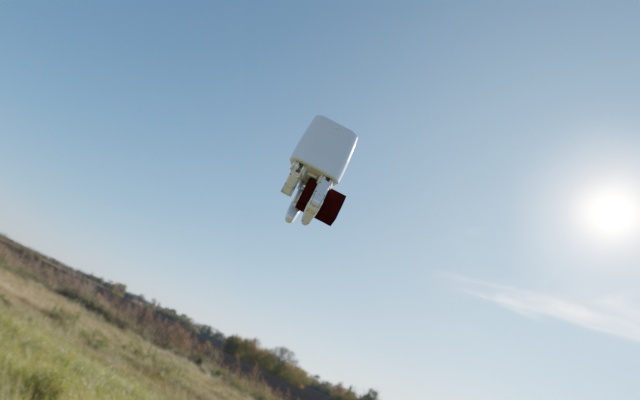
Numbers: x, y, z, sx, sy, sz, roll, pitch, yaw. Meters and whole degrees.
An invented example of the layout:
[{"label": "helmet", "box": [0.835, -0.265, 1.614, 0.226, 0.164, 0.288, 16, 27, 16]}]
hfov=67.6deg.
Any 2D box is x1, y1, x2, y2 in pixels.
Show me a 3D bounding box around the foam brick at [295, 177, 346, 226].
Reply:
[{"label": "foam brick", "box": [0.000, 0.003, 0.884, 0.078, 0.051, 0.053, 28, -21, -3]}]
